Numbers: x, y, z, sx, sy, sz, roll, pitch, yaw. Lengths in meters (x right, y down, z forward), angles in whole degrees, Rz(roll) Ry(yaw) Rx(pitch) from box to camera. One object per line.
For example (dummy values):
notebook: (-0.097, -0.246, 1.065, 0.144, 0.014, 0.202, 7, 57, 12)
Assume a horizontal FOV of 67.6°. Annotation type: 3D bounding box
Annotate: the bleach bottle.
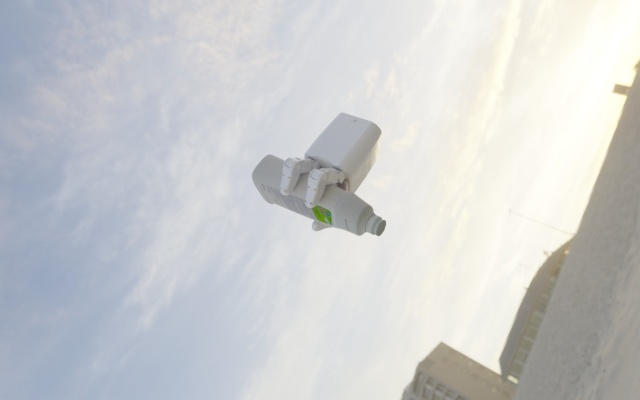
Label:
bleach bottle: (0.000, 0.003, 0.806, 0.250, 0.068, 0.103, 25, -21, 32)
